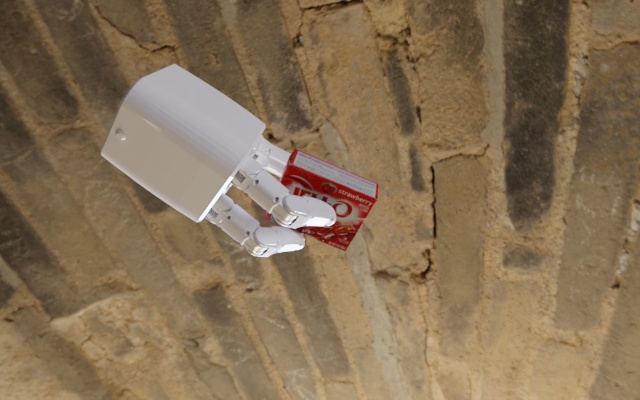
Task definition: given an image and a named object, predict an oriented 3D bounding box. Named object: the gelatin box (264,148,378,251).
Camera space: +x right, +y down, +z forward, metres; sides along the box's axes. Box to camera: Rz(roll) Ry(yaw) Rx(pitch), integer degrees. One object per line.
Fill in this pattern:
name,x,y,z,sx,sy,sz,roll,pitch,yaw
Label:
gelatin box,0.000,0.001,0.456,0.089,0.073,0.030,22,37,-7
